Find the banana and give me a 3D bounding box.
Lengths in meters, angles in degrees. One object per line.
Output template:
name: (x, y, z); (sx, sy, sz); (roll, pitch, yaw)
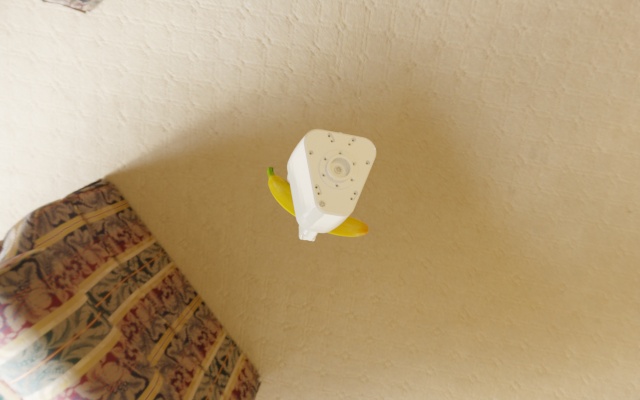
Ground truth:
banana: (-0.009, 0.012, 0.769); (0.198, 0.069, 0.037); (33, -48, -5)
